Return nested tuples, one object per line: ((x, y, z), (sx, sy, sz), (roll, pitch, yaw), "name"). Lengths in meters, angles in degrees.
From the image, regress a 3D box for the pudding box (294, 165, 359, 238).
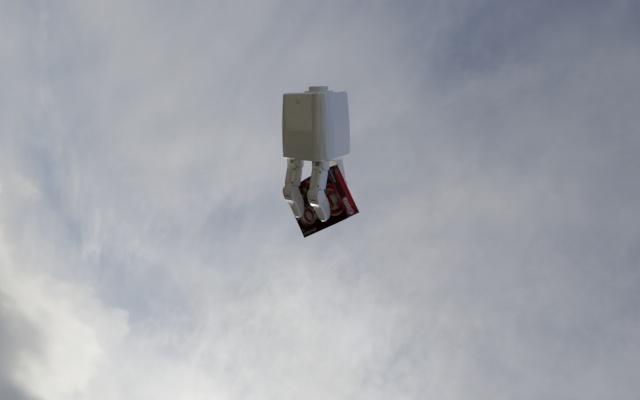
((0.000, 0.003, 0.808), (0.113, 0.090, 0.039), (-28, -6, 43), "pudding box")
